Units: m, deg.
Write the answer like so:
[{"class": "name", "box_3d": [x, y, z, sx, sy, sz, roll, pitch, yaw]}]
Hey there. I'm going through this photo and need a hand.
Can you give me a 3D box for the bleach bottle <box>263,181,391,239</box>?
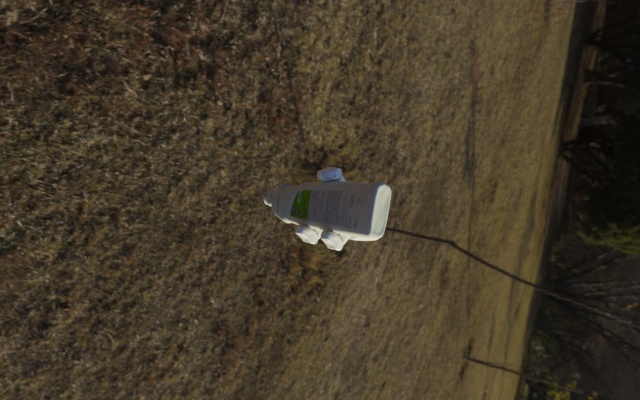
[{"class": "bleach bottle", "box_3d": [0.000, 0.003, 0.883, 0.251, 0.102, 0.068, 10, -1, 33]}]
